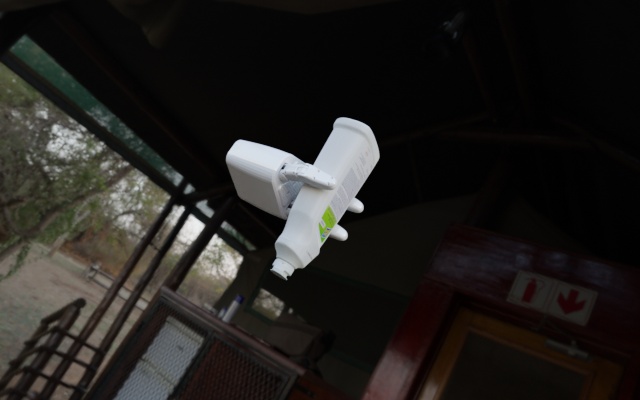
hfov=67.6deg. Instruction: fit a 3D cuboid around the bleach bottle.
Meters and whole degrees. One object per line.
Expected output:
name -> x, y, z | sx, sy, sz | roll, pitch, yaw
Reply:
bleach bottle -> 0.000, 0.002, 0.721 | 0.068, 0.250, 0.103 | 21, -21, 30
